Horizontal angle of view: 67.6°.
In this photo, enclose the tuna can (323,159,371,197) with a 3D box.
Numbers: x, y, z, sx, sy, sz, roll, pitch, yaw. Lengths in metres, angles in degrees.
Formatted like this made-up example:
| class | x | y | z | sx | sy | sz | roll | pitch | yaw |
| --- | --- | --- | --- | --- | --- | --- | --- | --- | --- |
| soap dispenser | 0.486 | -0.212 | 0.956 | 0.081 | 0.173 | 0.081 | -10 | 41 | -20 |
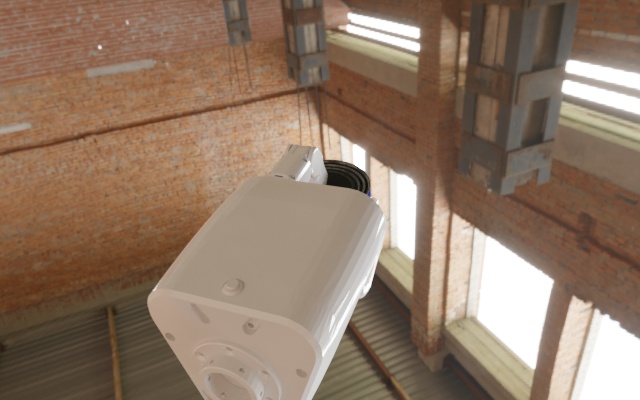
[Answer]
| class | x | y | z | sx | sy | sz | roll | pitch | yaw |
| --- | --- | --- | --- | --- | --- | --- | --- | --- | --- |
| tuna can | 0.000 | 0.002 | 0.402 | 0.086 | 0.034 | 0.086 | -5 | 35 | 4 |
